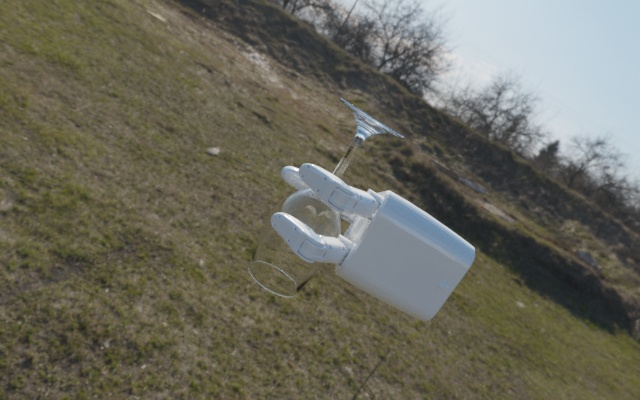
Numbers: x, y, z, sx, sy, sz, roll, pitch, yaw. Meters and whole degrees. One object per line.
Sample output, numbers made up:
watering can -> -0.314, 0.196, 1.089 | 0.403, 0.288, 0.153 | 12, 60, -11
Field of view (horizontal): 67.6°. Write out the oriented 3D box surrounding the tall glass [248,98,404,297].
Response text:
tall glass -> 0.000, 0.001, 0.490 | 0.079, 0.201, 0.079 | 30, 13, -8
